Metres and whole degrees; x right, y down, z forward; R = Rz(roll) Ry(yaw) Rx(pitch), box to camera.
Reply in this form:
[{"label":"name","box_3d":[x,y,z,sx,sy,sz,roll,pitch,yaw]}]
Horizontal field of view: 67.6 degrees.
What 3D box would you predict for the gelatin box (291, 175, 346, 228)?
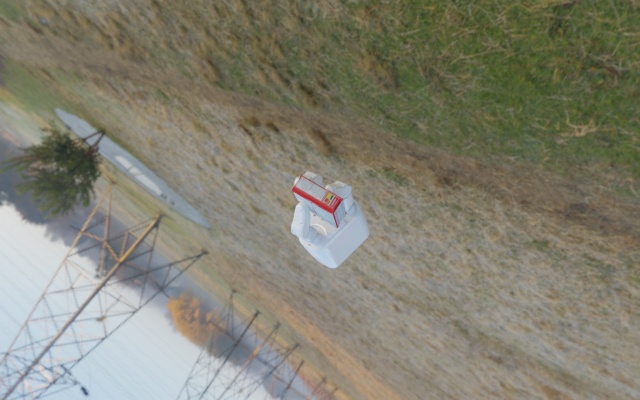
[{"label":"gelatin box","box_3d":[0.000,0.003,0.724,0.073,0.030,0.089,31,-11,15]}]
